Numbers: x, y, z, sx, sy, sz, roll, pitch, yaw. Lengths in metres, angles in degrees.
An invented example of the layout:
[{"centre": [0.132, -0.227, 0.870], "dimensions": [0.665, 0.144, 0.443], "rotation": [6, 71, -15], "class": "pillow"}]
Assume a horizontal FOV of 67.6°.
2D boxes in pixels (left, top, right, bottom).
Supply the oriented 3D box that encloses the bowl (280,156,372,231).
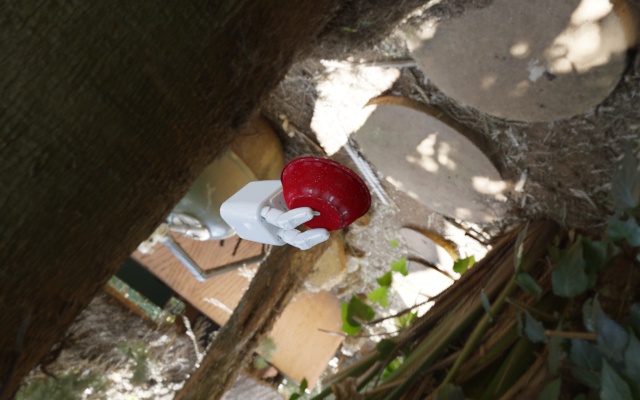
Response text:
[{"centre": [0.001, 0.003, 0.790], "dimensions": [0.162, 0.055, 0.162], "rotation": [15, -36, 11], "class": "bowl"}]
